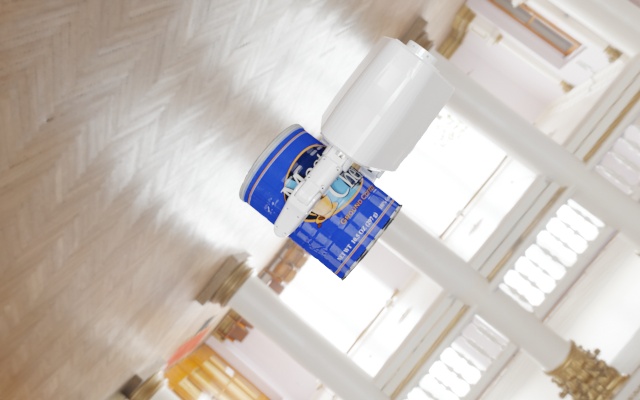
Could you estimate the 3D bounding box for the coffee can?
[{"bbox_3d":[0.000,0.002,0.505,0.140,0.103,0.103,38,4,6],"label":"coffee can"}]
